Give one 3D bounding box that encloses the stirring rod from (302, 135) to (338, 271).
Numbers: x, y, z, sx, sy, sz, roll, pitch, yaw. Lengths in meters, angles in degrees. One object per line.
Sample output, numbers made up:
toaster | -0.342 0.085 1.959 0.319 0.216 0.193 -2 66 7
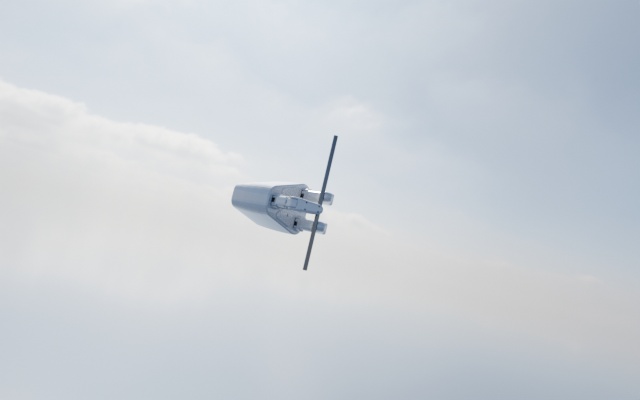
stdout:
stirring rod | 0.000 0.003 0.827 0.011 0.239 0.011 13 -6 1
